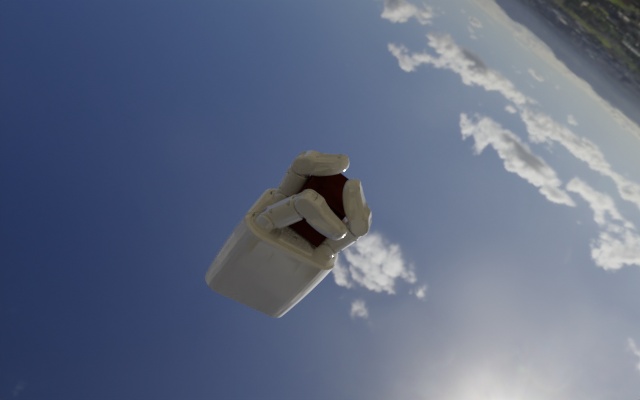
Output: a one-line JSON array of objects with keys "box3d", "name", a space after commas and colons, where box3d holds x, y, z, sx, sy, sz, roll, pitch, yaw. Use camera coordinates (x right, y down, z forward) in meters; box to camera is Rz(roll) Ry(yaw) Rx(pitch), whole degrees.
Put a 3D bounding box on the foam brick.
[{"box3d": [0.000, 0.002, 0.527, 0.053, 0.051, 0.078, 38, 29, -4], "name": "foam brick"}]
